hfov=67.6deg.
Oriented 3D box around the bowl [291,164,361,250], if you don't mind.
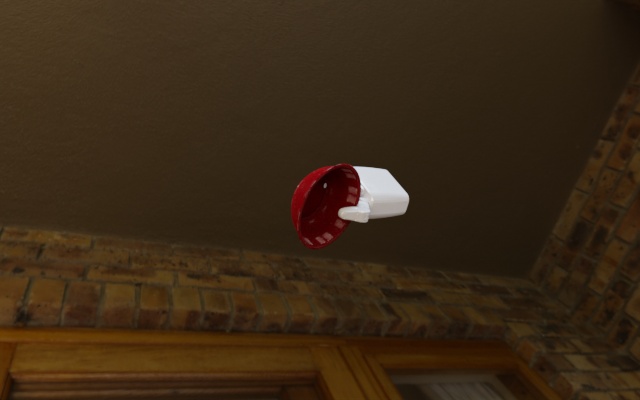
[{"bbox_3d":[-0.001,0.002,0.840,0.055,0.162,0.162,28,17,34],"label":"bowl"}]
